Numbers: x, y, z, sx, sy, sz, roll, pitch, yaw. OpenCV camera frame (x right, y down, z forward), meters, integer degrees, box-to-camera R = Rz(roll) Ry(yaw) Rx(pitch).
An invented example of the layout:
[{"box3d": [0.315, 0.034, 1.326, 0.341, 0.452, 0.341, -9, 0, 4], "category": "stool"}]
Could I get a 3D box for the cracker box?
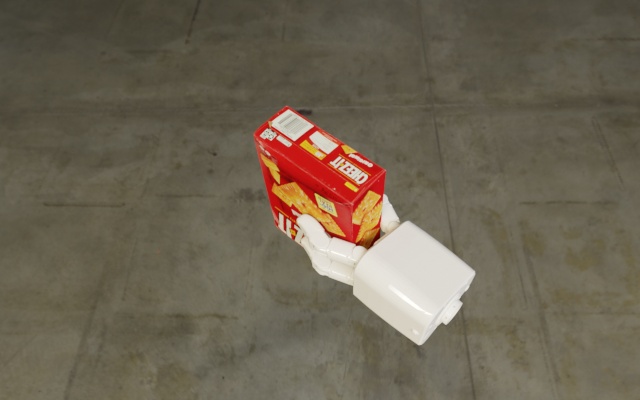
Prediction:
[{"box3d": [0.000, 0.002, 0.643, 0.164, 0.072, 0.214, 36, -26, 24], "category": "cracker box"}]
